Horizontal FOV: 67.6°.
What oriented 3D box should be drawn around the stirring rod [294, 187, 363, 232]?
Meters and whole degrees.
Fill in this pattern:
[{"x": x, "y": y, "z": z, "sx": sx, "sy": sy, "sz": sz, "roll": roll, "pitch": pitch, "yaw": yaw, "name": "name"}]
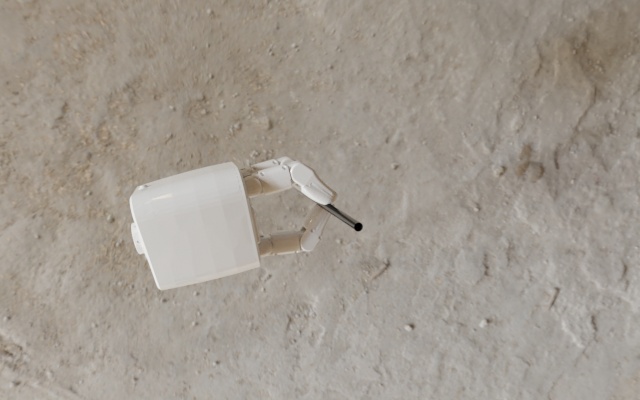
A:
[{"x": 0.000, "y": 0.002, "z": 0.516, "sx": 0.011, "sy": 0.011, "sz": 0.239, "roll": 0, "pitch": 10, "yaw": -16, "name": "stirring rod"}]
